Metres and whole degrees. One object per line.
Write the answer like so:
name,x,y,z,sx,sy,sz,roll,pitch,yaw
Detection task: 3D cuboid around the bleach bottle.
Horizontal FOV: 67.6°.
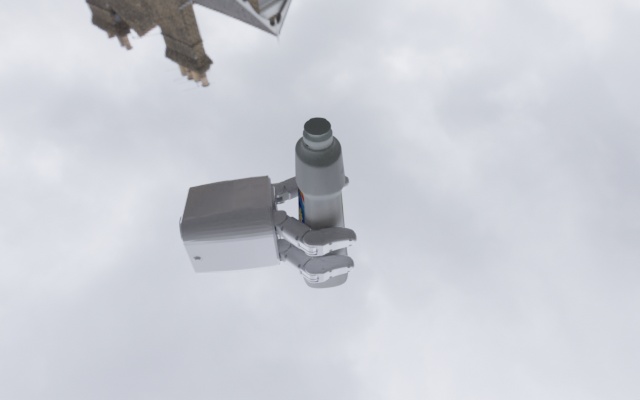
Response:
bleach bottle,0.000,0.002,0.579,0.068,0.102,0.251,-7,-42,-3
